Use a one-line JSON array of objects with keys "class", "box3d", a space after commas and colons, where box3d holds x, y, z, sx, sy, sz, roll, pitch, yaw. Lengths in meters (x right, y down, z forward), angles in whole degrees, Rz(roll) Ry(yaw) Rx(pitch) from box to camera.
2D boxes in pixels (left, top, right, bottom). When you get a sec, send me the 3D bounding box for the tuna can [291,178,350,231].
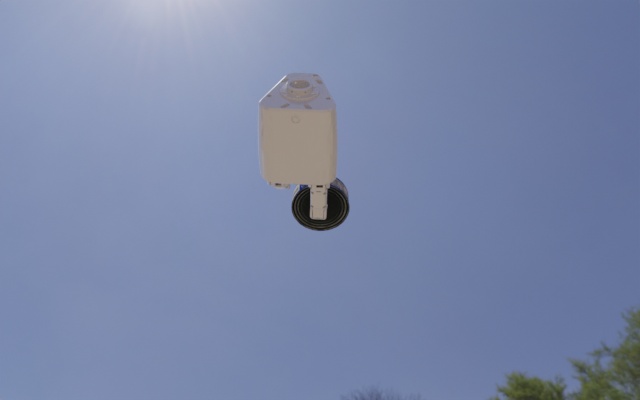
[{"class": "tuna can", "box3d": [0.000, 0.002, 0.714, 0.086, 0.086, 0.033, 0, 36, 1]}]
